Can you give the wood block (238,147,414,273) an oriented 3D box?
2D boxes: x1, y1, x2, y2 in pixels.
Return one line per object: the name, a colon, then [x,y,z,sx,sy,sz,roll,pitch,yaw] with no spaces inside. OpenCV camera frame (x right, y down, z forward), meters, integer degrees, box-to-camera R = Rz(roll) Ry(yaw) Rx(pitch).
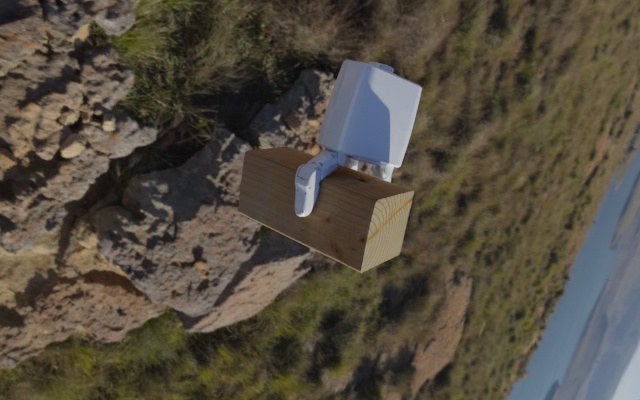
wood block: [0.000,0.002,0.612,0.206,0.090,0.091,22,22,34]
